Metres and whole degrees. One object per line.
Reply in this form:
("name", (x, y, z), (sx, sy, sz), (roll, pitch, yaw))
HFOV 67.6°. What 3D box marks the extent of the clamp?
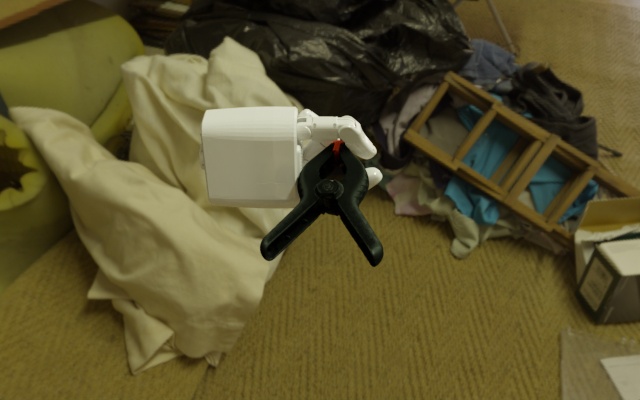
("clamp", (0.000, 0.001, 0.508), (0.120, 0.039, 0.171), (0, 44, 0))
